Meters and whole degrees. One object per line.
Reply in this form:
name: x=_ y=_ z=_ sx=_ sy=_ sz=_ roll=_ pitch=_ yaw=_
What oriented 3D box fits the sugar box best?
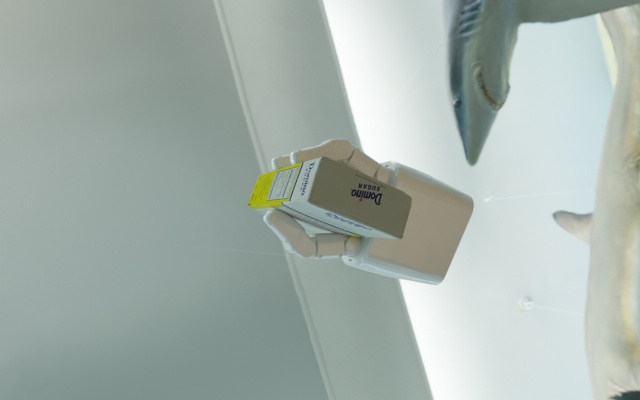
sugar box: x=0.000 y=0.001 z=0.460 sx=0.093 sy=0.048 sz=0.176 roll=22 pitch=-13 yaw=-22
